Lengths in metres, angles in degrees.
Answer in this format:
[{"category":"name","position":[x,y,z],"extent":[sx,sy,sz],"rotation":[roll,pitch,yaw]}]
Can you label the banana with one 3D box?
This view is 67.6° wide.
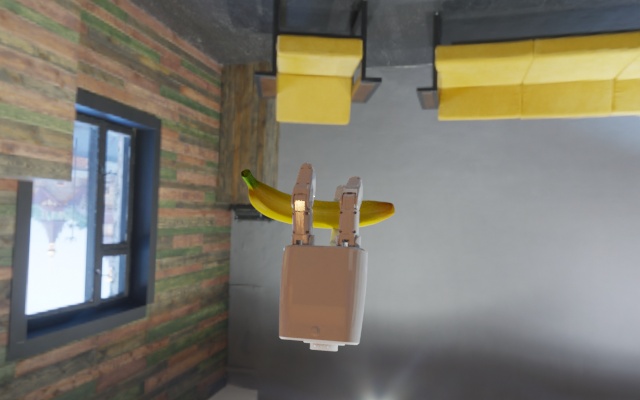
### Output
[{"category":"banana","position":[-0.007,0.010,0.612],"extent":[0.198,0.037,0.070],"rotation":[11,-28,-8]}]
